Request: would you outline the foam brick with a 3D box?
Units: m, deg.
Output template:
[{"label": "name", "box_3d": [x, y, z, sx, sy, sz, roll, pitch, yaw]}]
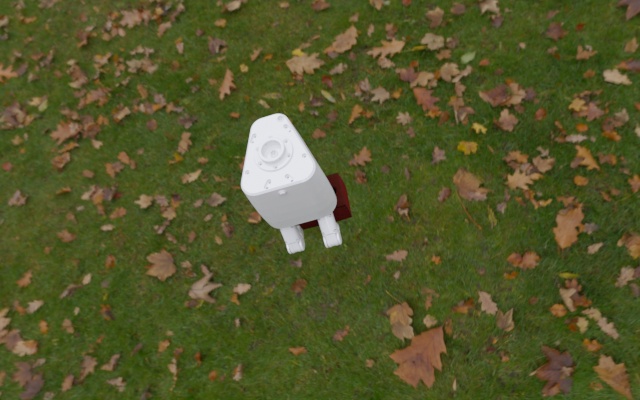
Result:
[{"label": "foam brick", "box_3d": [0.000, 0.002, 0.686, 0.078, 0.053, 0.051, -16, -25, 7]}]
